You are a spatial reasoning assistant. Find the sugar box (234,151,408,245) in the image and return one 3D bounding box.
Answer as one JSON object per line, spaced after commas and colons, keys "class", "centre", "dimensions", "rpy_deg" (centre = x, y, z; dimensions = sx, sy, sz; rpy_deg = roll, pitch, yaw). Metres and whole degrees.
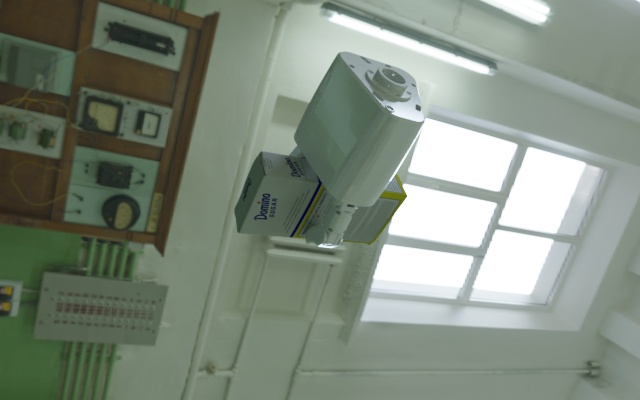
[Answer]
{"class": "sugar box", "centre": [0.000, 0.001, 0.545], "dimensions": [0.176, 0.048, 0.093], "rpy_deg": [10, -48, -25]}
